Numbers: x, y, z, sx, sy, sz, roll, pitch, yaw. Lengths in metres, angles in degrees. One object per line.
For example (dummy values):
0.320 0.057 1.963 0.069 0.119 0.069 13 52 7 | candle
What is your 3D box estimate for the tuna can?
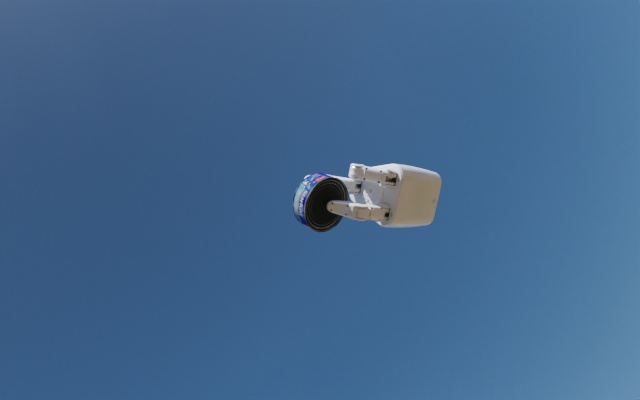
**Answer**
0.000 0.002 0.721 0.086 0.086 0.033 0 16 -42 | tuna can
